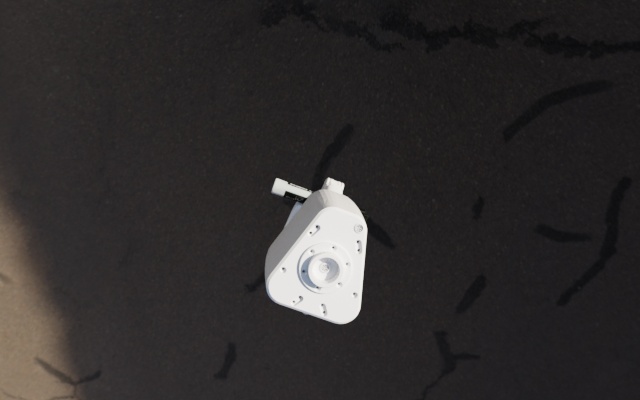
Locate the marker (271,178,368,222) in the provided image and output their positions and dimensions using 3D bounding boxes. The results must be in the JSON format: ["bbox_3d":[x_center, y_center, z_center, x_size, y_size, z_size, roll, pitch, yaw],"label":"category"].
[{"bbox_3d":[0.000,0.002,0.580,0.121,0.020,0.020,20,-2,-6],"label":"marker"}]
